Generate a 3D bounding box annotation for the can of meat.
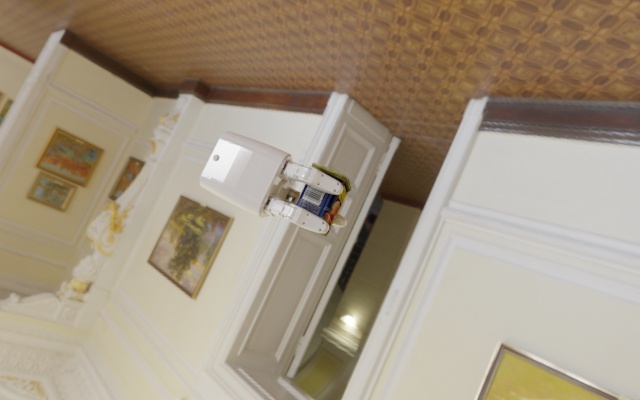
[{"bbox_3d":[0.000,0.003,0.691,0.057,0.084,0.102,24,-6,10],"label":"can of meat"}]
